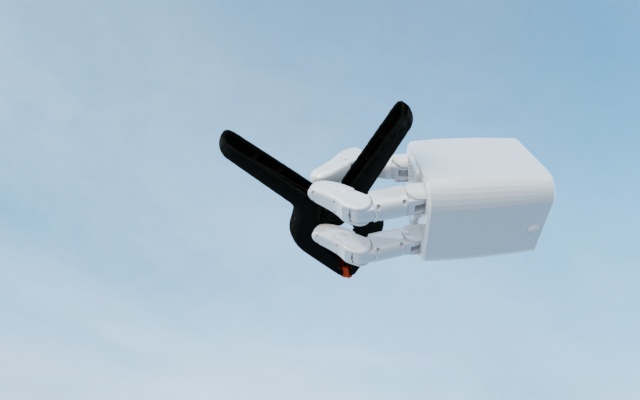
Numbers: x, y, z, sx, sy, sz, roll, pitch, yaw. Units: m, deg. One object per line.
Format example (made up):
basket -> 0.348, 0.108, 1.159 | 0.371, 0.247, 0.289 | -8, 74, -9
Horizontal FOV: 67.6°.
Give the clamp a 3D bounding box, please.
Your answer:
clamp -> 0.000, 0.001, 0.461 | 0.164, 0.210, 0.036 | -3, 44, 3
